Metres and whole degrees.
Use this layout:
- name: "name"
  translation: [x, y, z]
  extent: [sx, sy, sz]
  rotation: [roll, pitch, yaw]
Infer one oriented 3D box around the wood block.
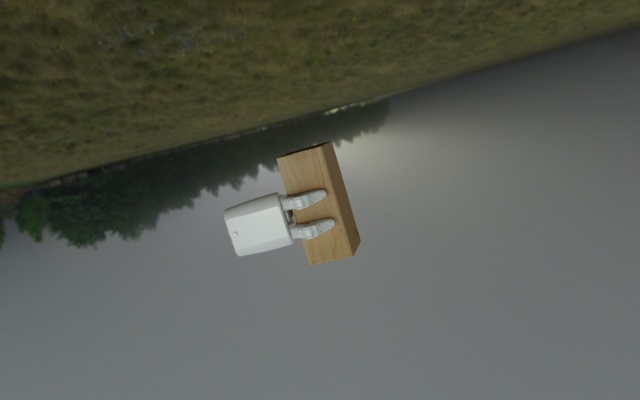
- name: "wood block"
  translation: [0.000, 0.003, 0.893]
  extent: [0.090, 0.206, 0.091]
  rotation: [-14, 10, 16]
